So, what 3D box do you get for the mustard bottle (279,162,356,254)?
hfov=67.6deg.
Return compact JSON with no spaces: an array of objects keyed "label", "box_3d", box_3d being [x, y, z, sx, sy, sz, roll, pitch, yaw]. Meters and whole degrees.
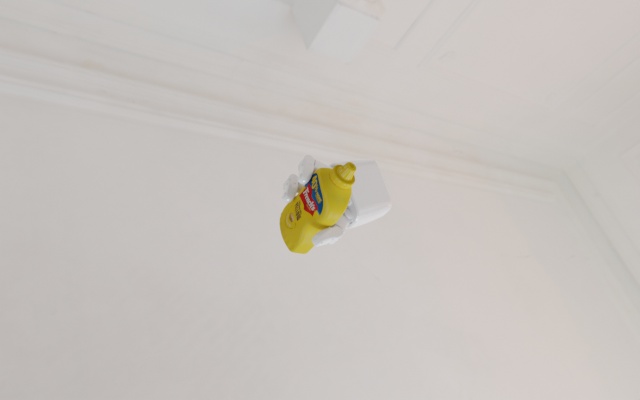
[{"label":"mustard bottle","box_3d":[0.000,0.003,0.791,0.058,0.096,0.192,13,-42,-30]}]
